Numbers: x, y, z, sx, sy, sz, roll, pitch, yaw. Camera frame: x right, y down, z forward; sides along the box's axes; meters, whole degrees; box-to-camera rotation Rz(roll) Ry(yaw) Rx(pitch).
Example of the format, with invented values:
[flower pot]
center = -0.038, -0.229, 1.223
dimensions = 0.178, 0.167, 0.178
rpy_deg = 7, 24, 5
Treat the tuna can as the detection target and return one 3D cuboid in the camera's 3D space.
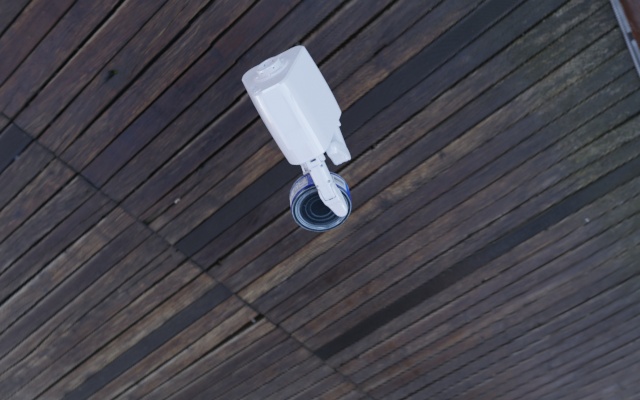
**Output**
[tuna can]
center = 0.000, 0.003, 0.669
dimensions = 0.086, 0.086, 0.033
rpy_deg = 0, 37, -7
